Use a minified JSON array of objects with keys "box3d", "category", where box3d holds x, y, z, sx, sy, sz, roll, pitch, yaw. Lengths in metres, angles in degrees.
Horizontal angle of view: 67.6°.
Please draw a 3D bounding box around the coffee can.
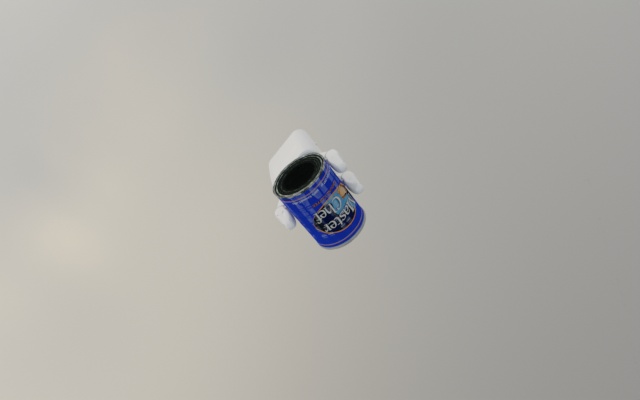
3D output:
[{"box3d":[0.000,0.003,0.819,0.103,0.102,0.140,0,-40,44],"category":"coffee can"}]
